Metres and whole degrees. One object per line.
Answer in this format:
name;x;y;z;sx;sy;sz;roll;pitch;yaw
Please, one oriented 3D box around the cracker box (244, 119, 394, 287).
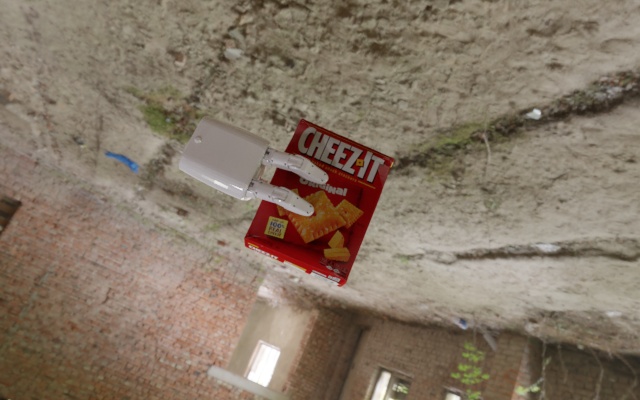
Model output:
cracker box;0.000;0.003;0.739;0.164;0.213;0.072;24;-18;0
